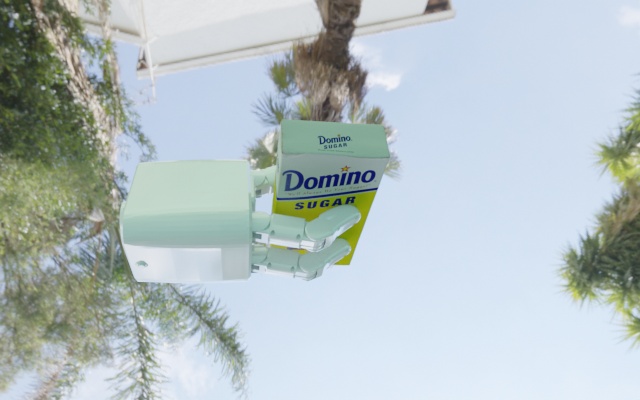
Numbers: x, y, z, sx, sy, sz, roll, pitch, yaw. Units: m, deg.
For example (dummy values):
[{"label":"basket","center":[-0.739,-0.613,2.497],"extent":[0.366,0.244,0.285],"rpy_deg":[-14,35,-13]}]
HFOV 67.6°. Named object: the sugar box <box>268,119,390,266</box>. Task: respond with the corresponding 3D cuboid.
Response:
[{"label":"sugar box","center":[0.000,0.002,0.464],"extent":[0.093,0.048,0.176],"rpy_deg":[1,-36,-8]}]
